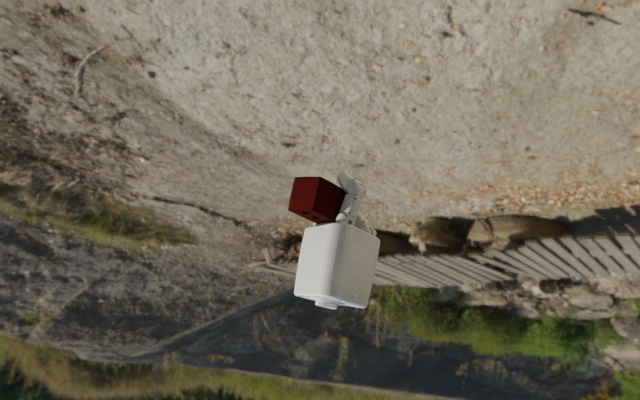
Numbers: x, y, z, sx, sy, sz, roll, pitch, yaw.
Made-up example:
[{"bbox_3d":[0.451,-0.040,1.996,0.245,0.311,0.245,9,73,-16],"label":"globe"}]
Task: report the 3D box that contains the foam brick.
[{"bbox_3d":[0.000,0.002,0.702,0.053,0.051,0.078,-1,-20,44],"label":"foam brick"}]
